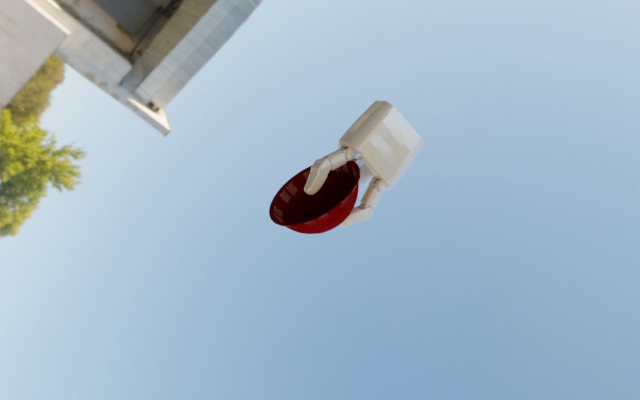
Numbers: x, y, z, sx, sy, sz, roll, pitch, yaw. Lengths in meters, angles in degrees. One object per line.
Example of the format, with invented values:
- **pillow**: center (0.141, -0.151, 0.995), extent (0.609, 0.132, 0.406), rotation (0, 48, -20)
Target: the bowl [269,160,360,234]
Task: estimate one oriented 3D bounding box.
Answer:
- **bowl**: center (-0.001, 0.004, 0.766), extent (0.162, 0.055, 0.162), rotation (-22, 31, 15)
